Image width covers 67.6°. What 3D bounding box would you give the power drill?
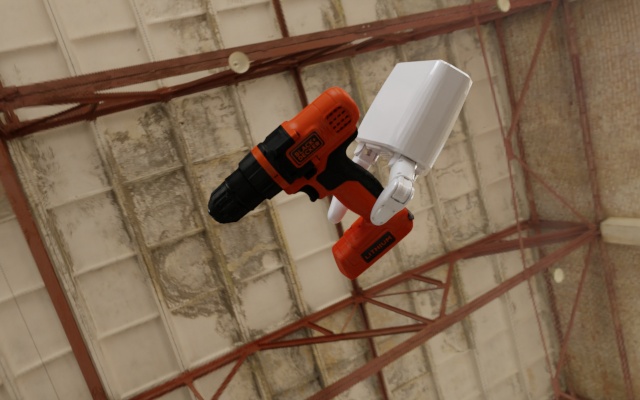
[{"bbox_3d":[0.001,0.002,0.513,0.184,0.188,0.057,-40,31,4],"label":"power drill"}]
